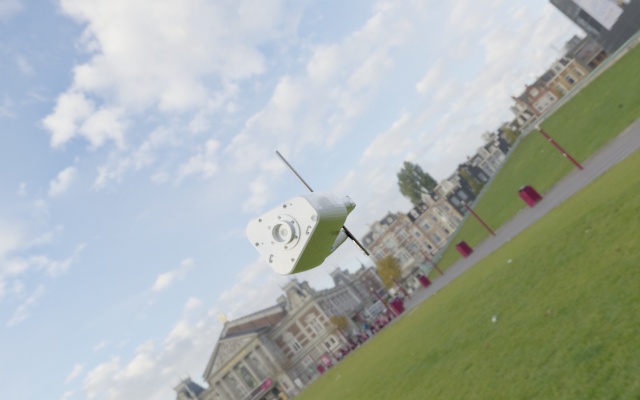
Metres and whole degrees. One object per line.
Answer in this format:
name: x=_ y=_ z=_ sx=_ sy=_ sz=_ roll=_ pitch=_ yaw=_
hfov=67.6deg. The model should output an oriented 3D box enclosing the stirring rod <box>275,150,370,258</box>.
stirring rod: x=0.000 y=0.003 z=0.804 sx=0.011 sy=0.239 sz=0.011 roll=-39 pitch=-14 yaw=-12
